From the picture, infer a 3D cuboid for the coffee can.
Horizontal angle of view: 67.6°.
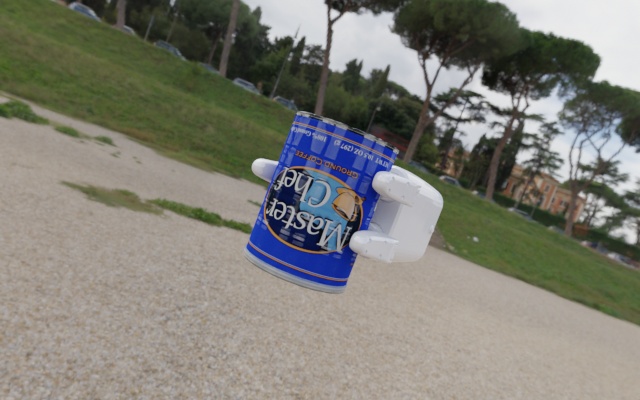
[{"bbox_3d":[0.000,0.002,0.446,0.103,0.140,0.103,21,3,-1],"label":"coffee can"}]
